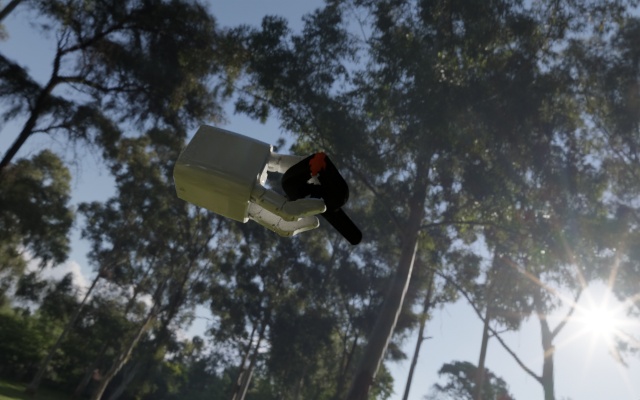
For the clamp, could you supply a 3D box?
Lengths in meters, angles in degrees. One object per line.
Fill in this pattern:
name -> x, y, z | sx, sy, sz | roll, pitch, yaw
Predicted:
clamp -> 0.000, 0.001, 0.683 | 0.164, 0.036, 0.210 | 18, -28, -2
